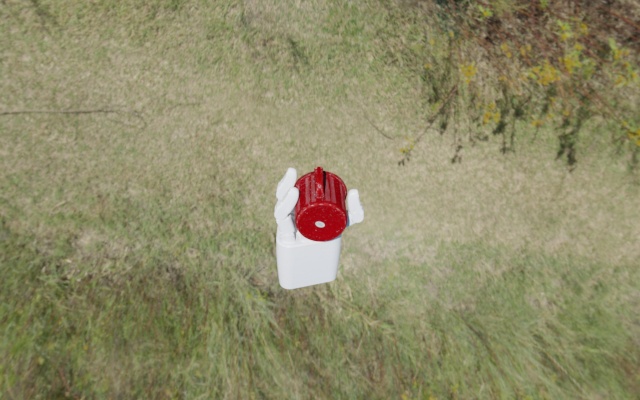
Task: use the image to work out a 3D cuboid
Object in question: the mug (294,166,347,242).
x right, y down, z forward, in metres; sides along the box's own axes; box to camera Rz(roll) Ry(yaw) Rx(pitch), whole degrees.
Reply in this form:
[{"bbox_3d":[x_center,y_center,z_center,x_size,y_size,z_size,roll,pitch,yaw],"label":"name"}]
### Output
[{"bbox_3d":[0.000,0.001,0.760,0.093,0.117,0.081,-1,37,-2],"label":"mug"}]
